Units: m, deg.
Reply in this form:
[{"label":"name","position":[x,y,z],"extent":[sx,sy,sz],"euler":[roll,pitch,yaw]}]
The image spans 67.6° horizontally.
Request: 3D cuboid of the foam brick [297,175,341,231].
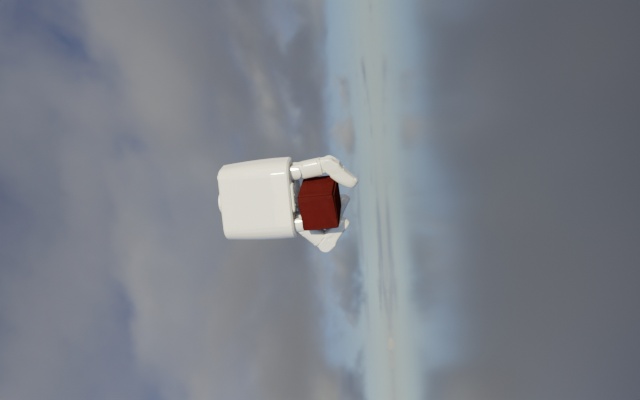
[{"label":"foam brick","position":[0.000,0.002,0.684],"extent":[0.051,0.053,0.078],"euler":[-6,22,8]}]
